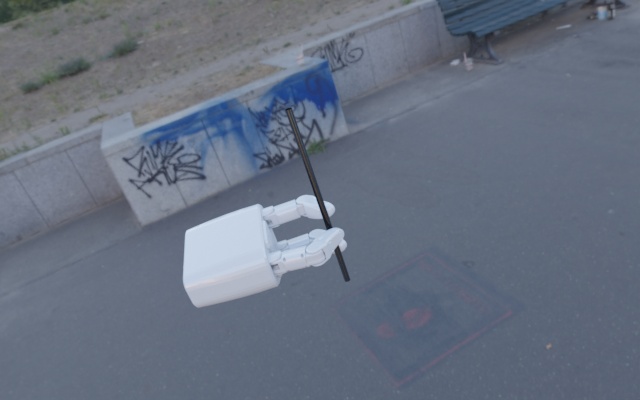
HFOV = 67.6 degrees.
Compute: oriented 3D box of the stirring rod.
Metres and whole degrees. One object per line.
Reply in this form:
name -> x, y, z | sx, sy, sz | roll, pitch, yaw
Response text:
stirring rod -> 0.000, 0.002, 0.578 | 0.011, 0.240, 0.011 | -15, 26, 8
